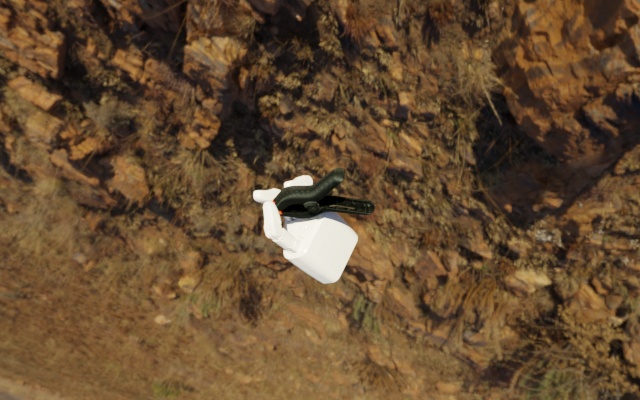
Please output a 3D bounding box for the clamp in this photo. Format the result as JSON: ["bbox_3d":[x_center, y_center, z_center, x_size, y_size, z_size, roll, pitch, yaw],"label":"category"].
[{"bbox_3d":[0.000,0.003,0.773,0.171,0.039,0.120,-14,-42,37],"label":"clamp"}]
